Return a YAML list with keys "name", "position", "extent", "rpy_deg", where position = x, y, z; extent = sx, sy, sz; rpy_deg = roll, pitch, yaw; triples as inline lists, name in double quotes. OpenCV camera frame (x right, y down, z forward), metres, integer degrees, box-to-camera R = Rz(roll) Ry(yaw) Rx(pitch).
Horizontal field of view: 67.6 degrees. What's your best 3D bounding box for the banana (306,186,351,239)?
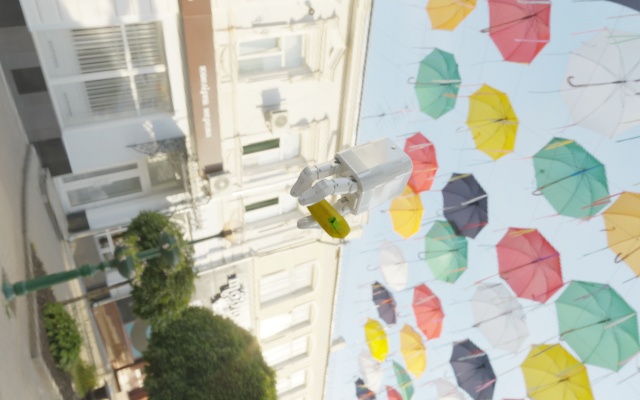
- name: "banana"
  position: [0.008, 0.019, 0.799]
  extent: [0.037, 0.070, 0.197]
  rpy_deg: [-28, 25, -9]
